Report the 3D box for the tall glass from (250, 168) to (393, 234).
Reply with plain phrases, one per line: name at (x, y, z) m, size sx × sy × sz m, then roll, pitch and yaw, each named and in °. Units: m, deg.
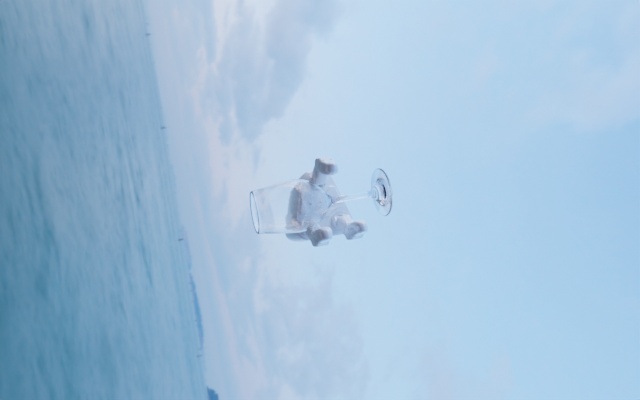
tall glass at (0.001, 0.002, 0.705) m, size 0.201 × 0.079 × 0.079 m, roll -9°, pitch 3°, yaw -17°
